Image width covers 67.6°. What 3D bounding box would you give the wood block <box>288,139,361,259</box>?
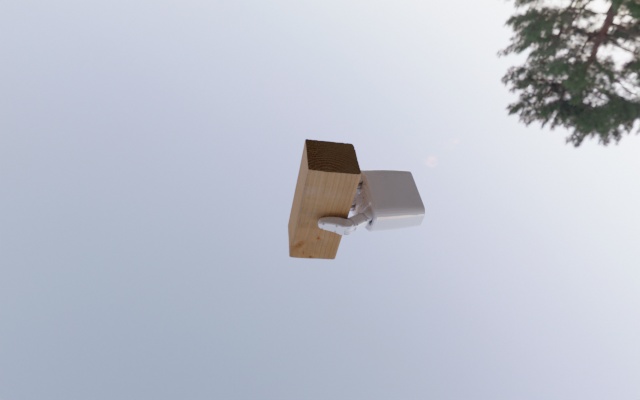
[{"bbox_3d":[0.001,0.003,0.861,0.090,0.206,0.090,5,40,-11],"label":"wood block"}]
